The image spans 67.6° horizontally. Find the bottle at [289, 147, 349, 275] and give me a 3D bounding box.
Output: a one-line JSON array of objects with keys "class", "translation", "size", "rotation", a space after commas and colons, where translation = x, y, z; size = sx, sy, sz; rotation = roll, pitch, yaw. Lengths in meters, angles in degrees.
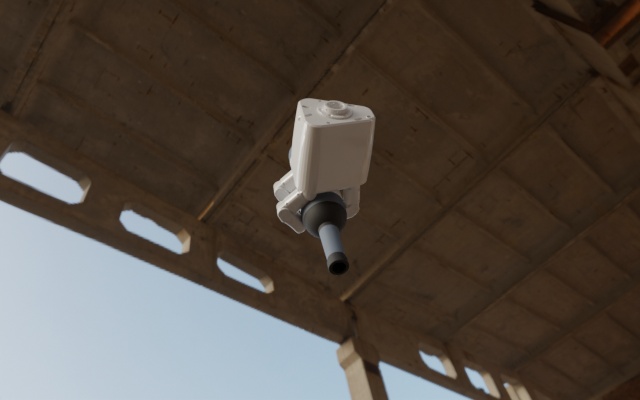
[{"class": "bottle", "translation": [0.000, 0.002, 0.731], "size": [0.069, 0.069, 0.295], "rotation": [0, 35, -11]}]
